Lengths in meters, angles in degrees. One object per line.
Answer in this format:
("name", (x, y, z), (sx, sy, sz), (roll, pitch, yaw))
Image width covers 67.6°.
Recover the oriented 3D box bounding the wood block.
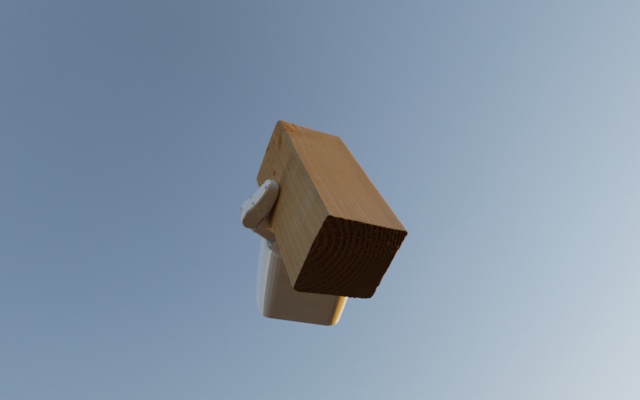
("wood block", (0.000, 0.002, 0.528), (0.091, 0.090, 0.206), (11, 28, -26))
